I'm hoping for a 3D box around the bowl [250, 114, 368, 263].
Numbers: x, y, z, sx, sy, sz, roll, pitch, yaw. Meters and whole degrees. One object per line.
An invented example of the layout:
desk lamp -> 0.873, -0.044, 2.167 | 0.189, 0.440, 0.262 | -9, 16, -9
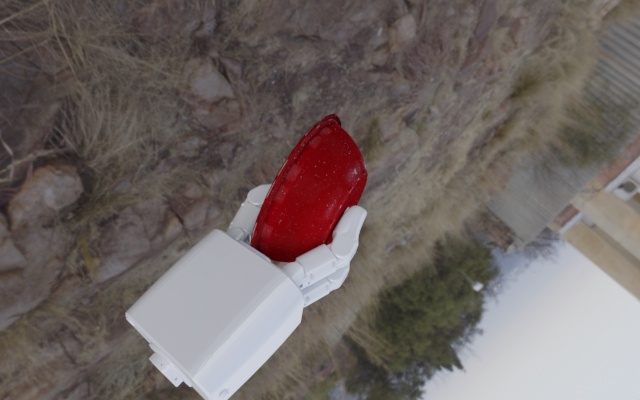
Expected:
bowl -> 0.001, 0.001, 0.460 | 0.055, 0.162, 0.162 | 29, 6, 11
